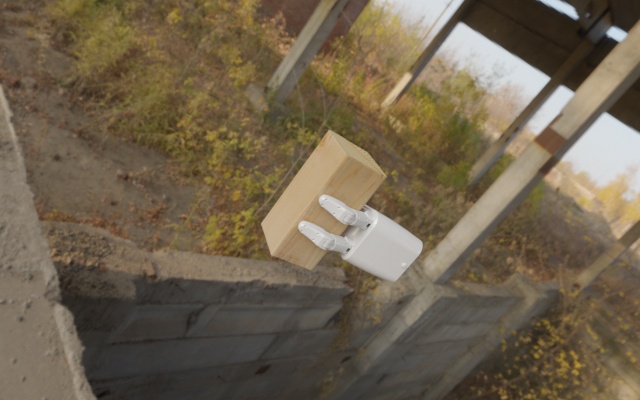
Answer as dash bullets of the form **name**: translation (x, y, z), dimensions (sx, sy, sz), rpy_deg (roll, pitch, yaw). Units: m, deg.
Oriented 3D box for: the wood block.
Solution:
- **wood block**: translation (0.000, 0.002, 0.790), dimensions (0.090, 0.206, 0.090), rpy_deg (26, 21, -32)
